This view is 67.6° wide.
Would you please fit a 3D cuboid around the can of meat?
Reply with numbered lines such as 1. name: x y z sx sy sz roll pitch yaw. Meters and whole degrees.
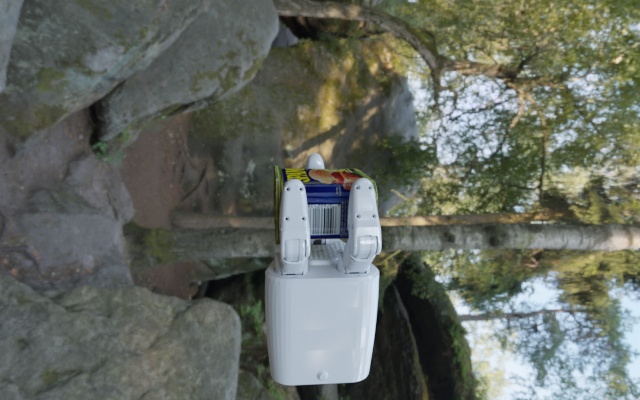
1. can of meat: 0.000 0.001 0.433 0.084 0.057 0.102 0 13 -6
